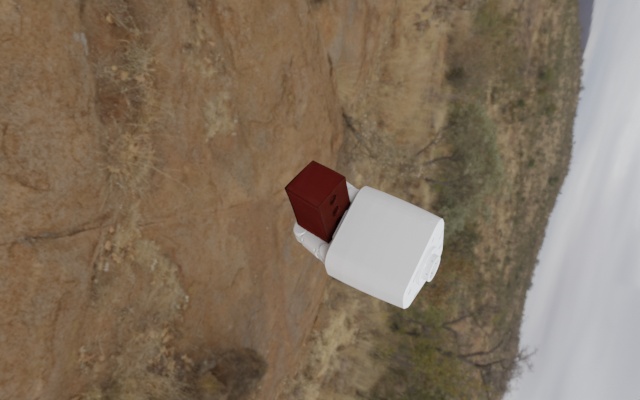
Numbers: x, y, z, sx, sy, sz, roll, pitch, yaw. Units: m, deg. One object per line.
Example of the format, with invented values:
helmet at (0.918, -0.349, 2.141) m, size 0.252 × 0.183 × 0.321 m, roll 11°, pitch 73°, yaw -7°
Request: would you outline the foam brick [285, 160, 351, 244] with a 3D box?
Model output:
foam brick at (0.000, 0.002, 0.570) m, size 0.051 × 0.053 × 0.078 m, roll 29°, pitch -25°, yaw 29°
